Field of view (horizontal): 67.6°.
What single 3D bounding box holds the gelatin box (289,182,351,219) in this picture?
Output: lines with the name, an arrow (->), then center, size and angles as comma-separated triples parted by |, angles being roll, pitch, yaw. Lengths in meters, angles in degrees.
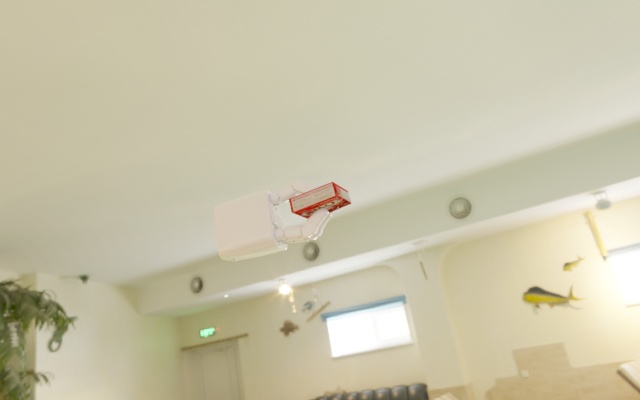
gelatin box -> 0.000, 0.002, 0.838 | 0.089, 0.030, 0.073 | -22, -19, 18
